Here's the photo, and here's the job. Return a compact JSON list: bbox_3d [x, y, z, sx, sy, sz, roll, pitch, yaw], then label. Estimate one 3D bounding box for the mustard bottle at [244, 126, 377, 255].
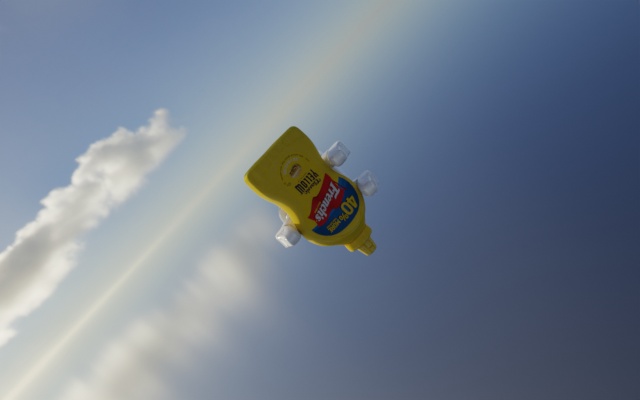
[{"bbox_3d":[0.000,0.002,0.619,0.191,0.096,0.058,44,-16,-10],"label":"mustard bottle"}]
